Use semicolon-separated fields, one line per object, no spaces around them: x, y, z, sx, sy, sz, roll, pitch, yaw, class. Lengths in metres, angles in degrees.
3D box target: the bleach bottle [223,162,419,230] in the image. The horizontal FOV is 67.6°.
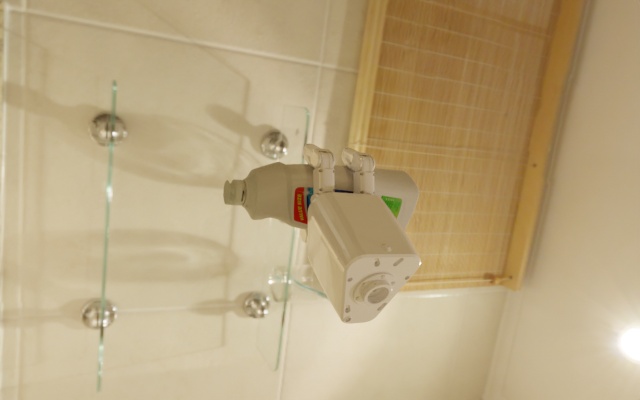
0.000;0.002;0.616;0.251;0.103;0.068;2;36;-26;bleach bottle
